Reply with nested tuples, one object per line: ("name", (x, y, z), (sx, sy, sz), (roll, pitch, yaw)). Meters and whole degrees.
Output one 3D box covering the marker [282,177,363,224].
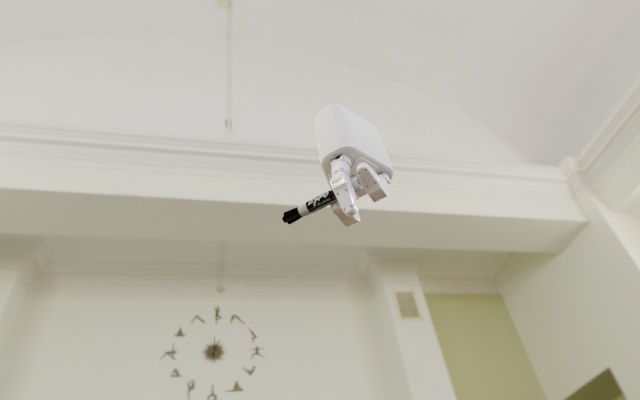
("marker", (0.000, 0.002, 0.651), (0.121, 0.020, 0.020), (-26, -9, 18))
